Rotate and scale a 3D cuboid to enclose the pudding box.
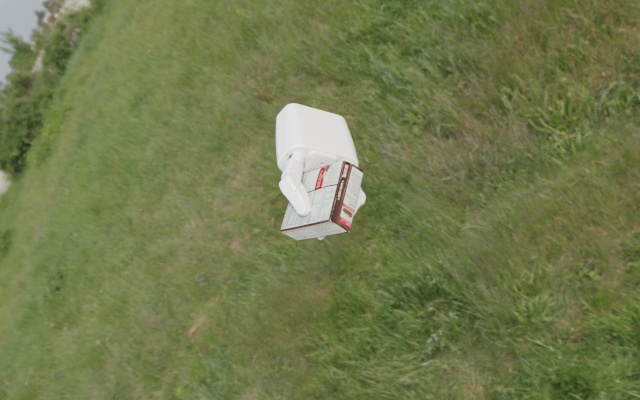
[{"bbox_3d":[0.000,0.002,0.637,0.039,0.090,0.113,27,-26,-30],"label":"pudding box"}]
